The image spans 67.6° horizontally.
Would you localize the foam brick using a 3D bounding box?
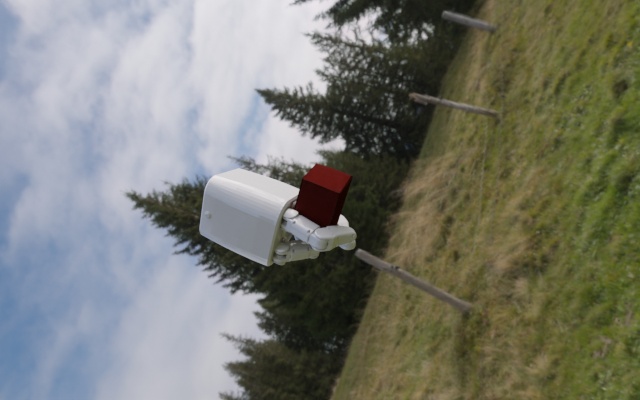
[{"bbox_3d":[0.000,0.002,0.605,0.051,0.078,0.053,23,32,11],"label":"foam brick"}]
